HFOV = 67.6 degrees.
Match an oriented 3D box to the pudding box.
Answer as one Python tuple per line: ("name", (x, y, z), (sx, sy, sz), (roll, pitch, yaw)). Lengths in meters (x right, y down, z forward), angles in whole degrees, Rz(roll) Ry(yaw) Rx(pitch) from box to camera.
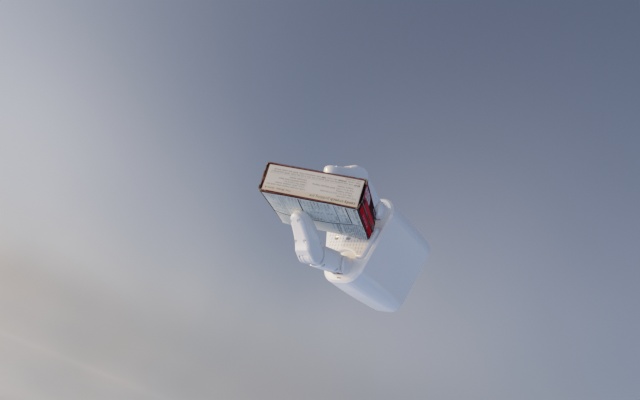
("pudding box", (0.000, 0.002, 0.520), (0.113, 0.039, 0.090), (9, -23, 17))
